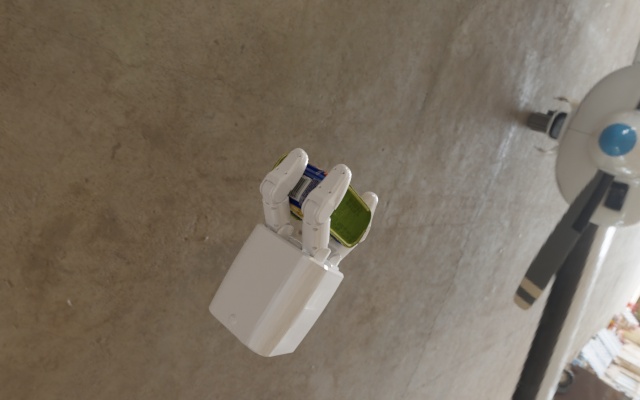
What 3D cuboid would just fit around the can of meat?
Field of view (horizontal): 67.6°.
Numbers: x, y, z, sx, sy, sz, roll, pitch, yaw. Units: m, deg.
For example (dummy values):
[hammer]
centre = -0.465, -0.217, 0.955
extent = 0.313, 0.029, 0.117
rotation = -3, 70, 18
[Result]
[can of meat]
centre = 0.000, 0.002, 0.525
extent = 0.084, 0.057, 0.102
rotation = 29, -9, 37
